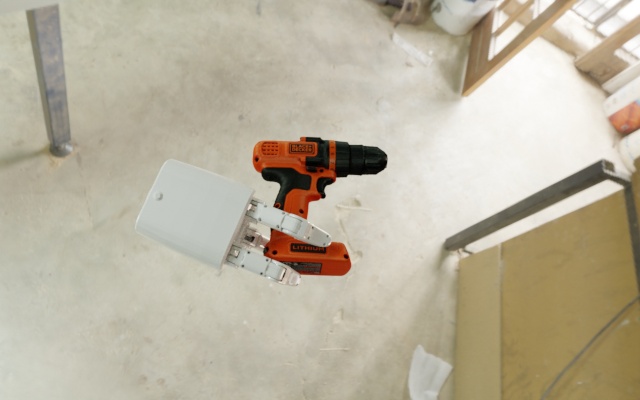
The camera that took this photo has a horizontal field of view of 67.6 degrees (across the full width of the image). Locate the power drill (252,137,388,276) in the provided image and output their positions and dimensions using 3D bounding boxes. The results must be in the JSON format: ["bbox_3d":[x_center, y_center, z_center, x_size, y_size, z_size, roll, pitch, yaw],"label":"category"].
[{"bbox_3d":[0.000,0.002,0.618,0.184,0.187,0.057,1,-31,-1],"label":"power drill"}]
